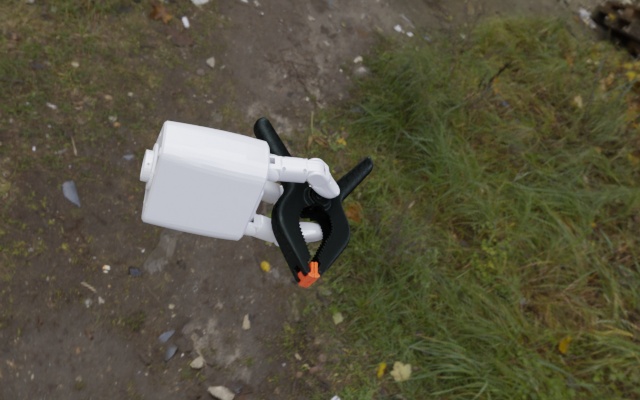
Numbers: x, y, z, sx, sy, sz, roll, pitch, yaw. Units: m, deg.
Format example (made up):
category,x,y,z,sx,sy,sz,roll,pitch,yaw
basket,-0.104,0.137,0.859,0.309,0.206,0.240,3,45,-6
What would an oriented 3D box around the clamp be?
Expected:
category,x,y,z,sx,sy,sz,roll,pitch,yaw
clamp,0.000,0.002,0.560,0.164,0.209,0.036,11,-37,-23
